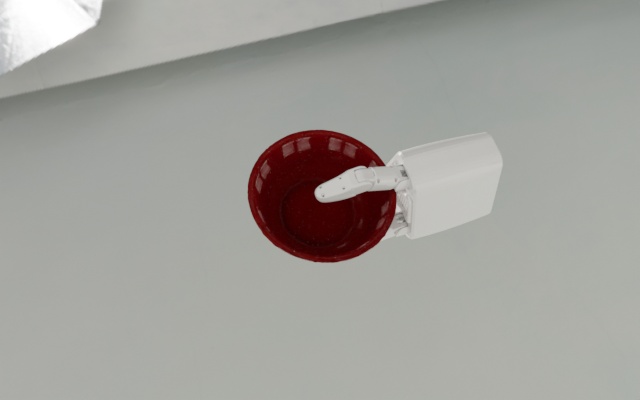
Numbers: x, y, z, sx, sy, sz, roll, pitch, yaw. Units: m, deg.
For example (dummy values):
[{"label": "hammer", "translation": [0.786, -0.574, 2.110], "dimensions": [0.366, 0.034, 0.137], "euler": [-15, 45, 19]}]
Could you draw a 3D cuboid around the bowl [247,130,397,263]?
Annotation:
[{"label": "bowl", "translation": [-0.001, 0.002, 0.536], "dimensions": [0.162, 0.162, 0.055], "euler": [0, -27, -7]}]
